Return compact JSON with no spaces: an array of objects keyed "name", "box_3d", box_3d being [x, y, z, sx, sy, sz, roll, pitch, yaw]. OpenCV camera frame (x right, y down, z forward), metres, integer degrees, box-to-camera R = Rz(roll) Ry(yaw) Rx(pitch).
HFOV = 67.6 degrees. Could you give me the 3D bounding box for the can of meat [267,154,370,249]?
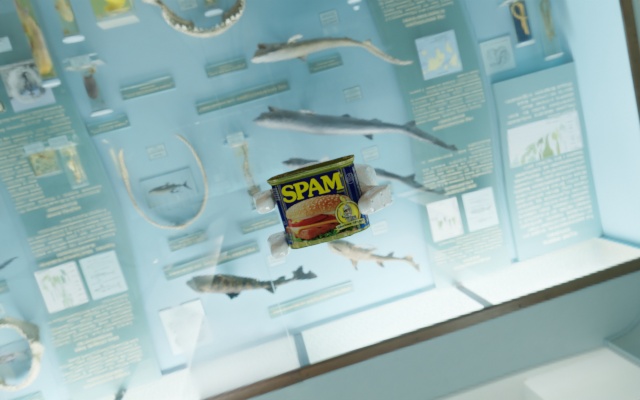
[{"name":"can of meat","box_3d":[0.000,0.002,0.548,0.102,0.084,0.057,-14,10,9]}]
